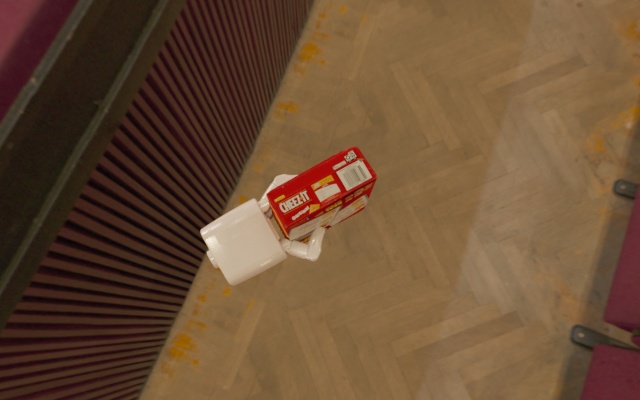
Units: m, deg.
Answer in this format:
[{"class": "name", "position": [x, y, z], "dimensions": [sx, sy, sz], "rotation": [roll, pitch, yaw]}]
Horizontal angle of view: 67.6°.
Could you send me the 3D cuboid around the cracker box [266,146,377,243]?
[{"class": "cracker box", "position": [0.000, 0.003, 0.823], "dimensions": [0.164, 0.072, 0.214], "rotation": [-29, -12, -8]}]
